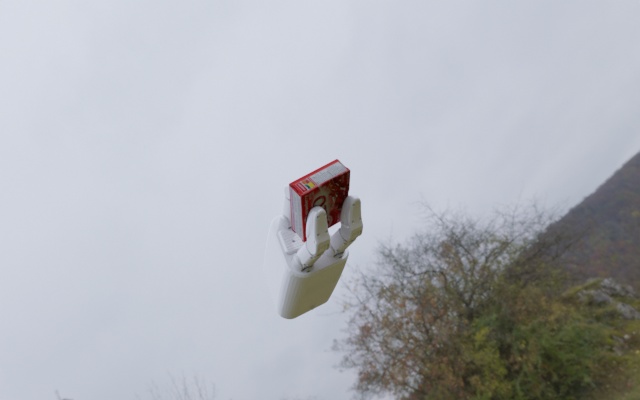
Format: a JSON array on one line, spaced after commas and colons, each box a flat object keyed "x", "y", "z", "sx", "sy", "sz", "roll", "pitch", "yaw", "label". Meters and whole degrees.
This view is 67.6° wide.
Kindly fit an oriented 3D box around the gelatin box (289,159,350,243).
[{"x": 0.000, "y": 0.001, "z": 0.592, "sx": 0.073, "sy": 0.089, "sz": 0.030, "roll": -28, "pitch": 52, "yaw": -24, "label": "gelatin box"}]
